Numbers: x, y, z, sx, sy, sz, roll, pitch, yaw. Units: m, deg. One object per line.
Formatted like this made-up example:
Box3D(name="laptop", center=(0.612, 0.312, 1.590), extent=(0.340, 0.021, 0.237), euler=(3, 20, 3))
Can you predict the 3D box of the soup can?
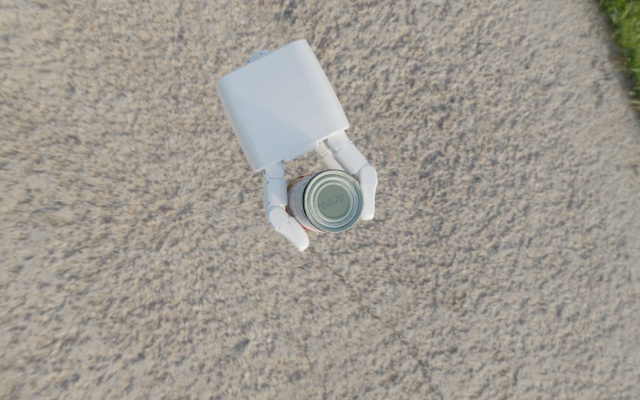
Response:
Box3D(name="soup can", center=(0.000, 0.002, 0.531), extent=(0.068, 0.068, 0.102), euler=(0, -1, -17))
